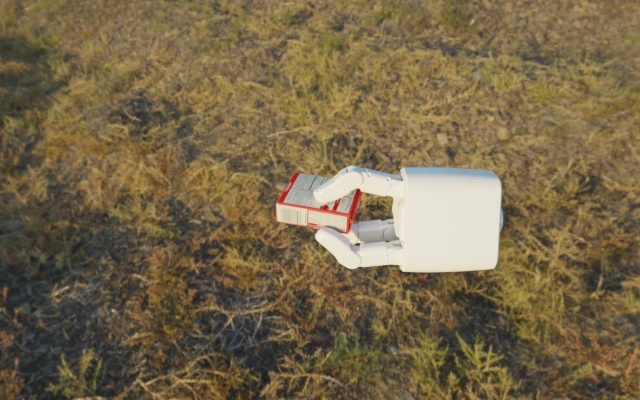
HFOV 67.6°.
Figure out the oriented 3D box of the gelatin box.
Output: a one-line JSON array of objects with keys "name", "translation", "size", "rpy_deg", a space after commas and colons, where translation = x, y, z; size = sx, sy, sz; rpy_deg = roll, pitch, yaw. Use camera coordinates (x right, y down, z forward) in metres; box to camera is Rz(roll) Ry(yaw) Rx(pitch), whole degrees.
[{"name": "gelatin box", "translation": [0.000, 0.001, 0.569], "size": [0.089, 0.030, 0.073], "rpy_deg": [10, 35, 11]}]
